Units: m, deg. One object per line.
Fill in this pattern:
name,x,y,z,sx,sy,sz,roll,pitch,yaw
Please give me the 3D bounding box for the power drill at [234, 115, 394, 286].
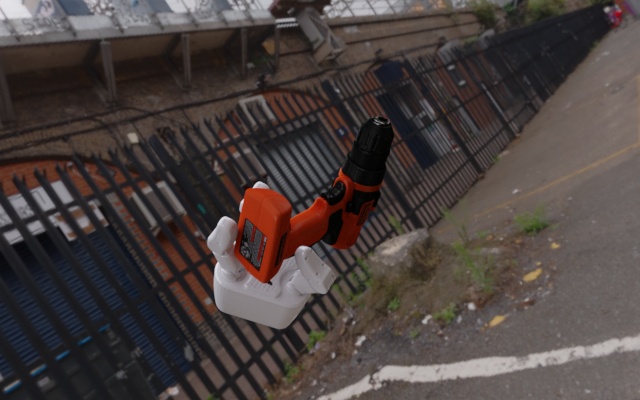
power drill,0.000,0.002,0.530,0.187,0.184,0.057,-21,48,-42
